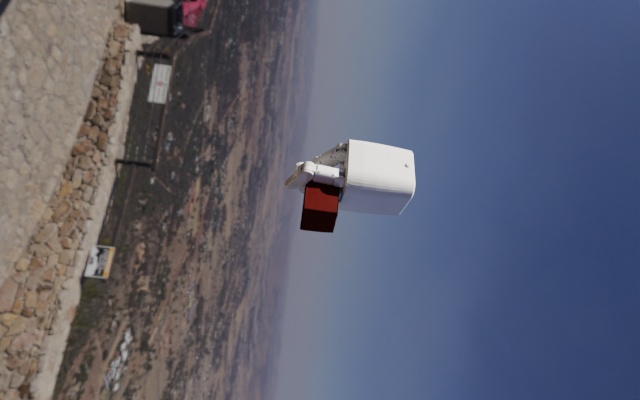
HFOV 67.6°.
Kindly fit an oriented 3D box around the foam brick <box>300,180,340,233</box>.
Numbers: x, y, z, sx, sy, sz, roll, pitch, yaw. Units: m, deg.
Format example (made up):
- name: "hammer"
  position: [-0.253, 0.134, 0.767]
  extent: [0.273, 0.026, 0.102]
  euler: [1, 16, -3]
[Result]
- name: "foam brick"
  position: [0.000, 0.003, 0.725]
  extent: [0.051, 0.078, 0.053]
  euler: [9, -39, -4]
